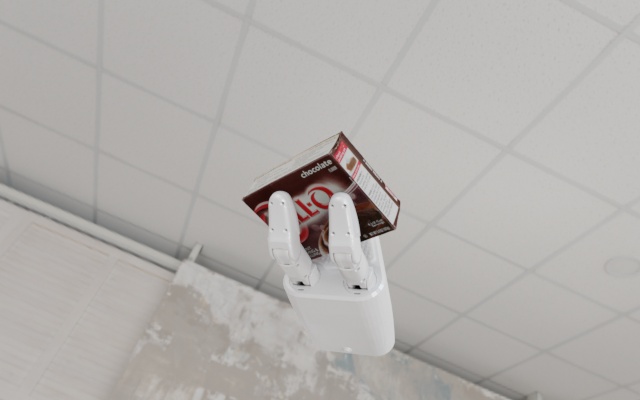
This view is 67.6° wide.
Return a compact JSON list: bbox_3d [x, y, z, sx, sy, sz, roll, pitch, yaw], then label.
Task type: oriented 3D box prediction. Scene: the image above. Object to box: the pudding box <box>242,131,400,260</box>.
[{"bbox_3d":[0.000,0.001,0.423,0.113,0.090,0.039,-26,28,36],"label":"pudding box"}]
